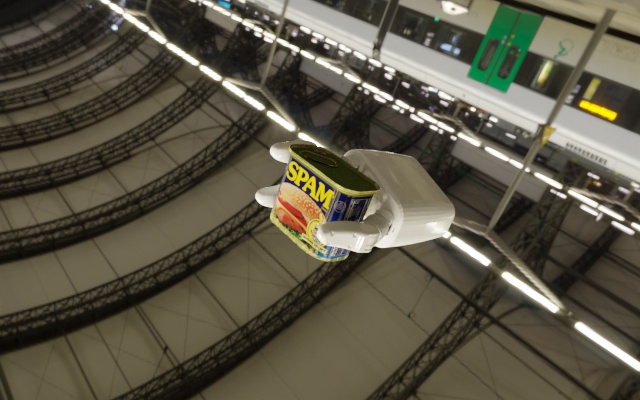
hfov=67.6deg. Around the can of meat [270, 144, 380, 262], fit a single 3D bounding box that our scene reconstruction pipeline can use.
[{"bbox_3d":[0.000,0.002,0.490,0.057,0.084,0.102,-5,34,-45],"label":"can of meat"}]
